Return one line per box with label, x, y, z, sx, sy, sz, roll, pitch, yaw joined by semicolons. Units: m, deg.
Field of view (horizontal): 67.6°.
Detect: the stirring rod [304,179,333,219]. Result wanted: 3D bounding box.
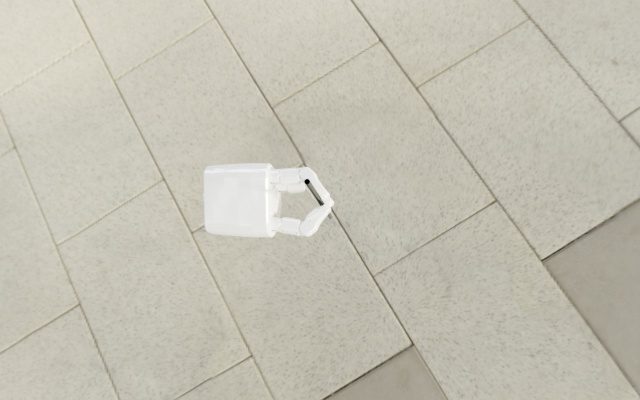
stirring rod;0.000;0.002;0.731;0.011;0.011;0.239;0;-13;9
